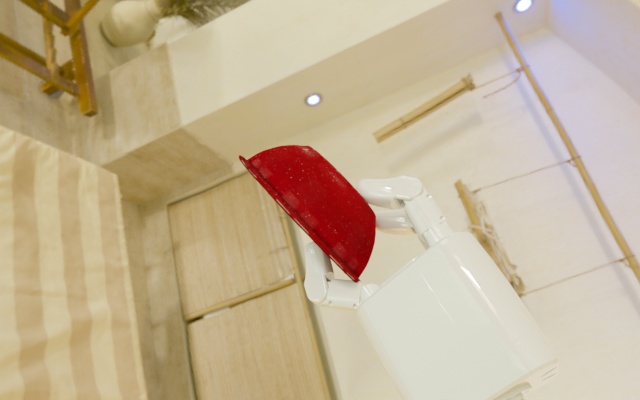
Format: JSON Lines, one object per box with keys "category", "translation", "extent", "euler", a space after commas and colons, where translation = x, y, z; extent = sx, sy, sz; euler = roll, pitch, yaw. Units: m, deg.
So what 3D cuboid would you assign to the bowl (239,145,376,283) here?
{"category": "bowl", "translation": [0.000, 0.000, 0.439], "extent": [0.055, 0.162, 0.162], "euler": [-44, 2, -2]}
